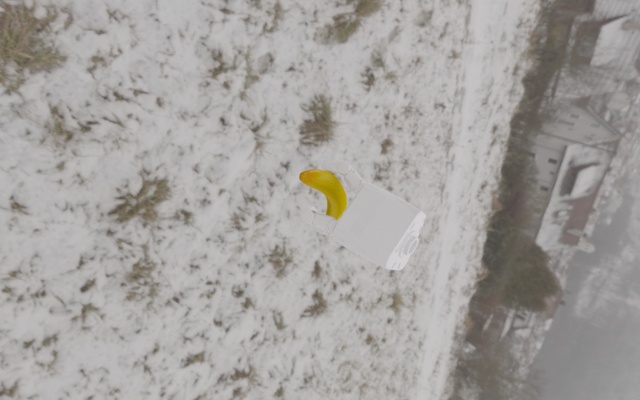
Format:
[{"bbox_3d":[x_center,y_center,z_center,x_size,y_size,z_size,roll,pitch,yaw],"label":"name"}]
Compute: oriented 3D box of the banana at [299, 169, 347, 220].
[{"bbox_3d":[0.013,-0.009,0.853,0.037,0.069,0.198,35,-17,29],"label":"banana"}]
